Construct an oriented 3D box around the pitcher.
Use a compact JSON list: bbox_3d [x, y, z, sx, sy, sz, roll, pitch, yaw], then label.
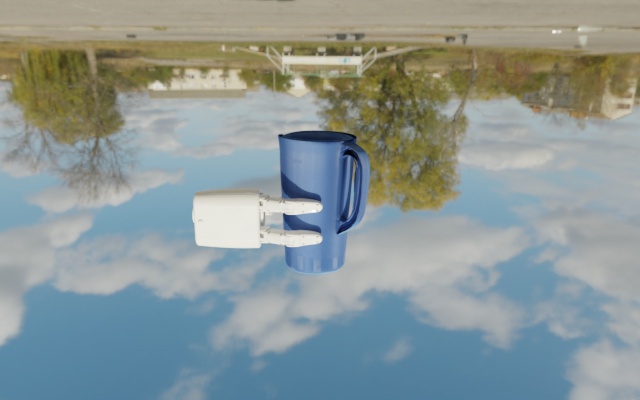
[{"bbox_3d":[0.000,0.003,0.825,0.145,0.243,0.149,0,16,-5],"label":"pitcher"}]
